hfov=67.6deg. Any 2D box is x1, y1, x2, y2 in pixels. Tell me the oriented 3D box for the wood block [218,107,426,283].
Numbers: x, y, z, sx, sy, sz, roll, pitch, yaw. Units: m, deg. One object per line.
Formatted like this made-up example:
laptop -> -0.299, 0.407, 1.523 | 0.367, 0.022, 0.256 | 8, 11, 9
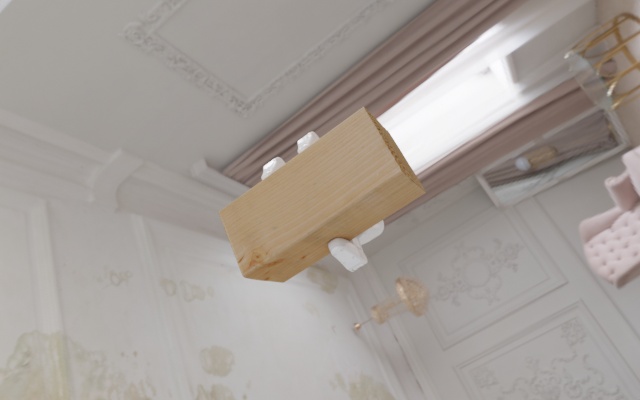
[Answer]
wood block -> 0.000, 0.002, 0.542 | 0.206, 0.090, 0.090 | -35, -26, 16
